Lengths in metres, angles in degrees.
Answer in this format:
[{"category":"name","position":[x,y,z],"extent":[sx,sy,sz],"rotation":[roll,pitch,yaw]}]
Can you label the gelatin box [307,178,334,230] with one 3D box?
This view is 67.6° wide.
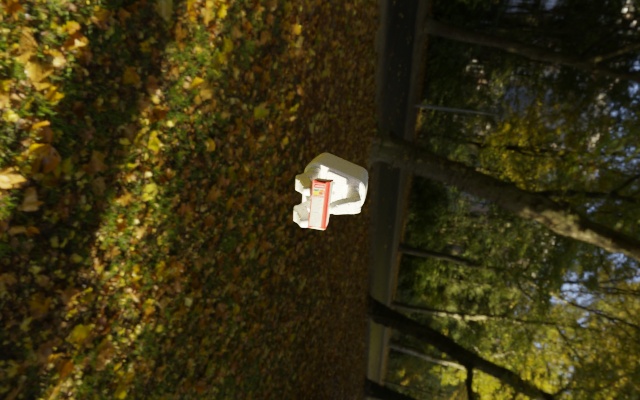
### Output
[{"category":"gelatin box","position":[0.001,0.003,0.753],"extent":[0.030,0.073,0.089],"rotation":[7,6,3]}]
